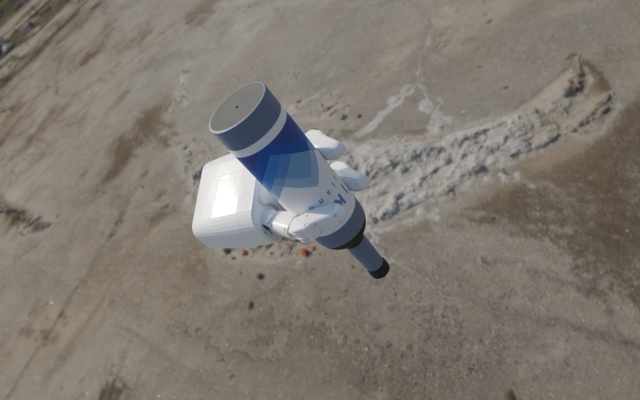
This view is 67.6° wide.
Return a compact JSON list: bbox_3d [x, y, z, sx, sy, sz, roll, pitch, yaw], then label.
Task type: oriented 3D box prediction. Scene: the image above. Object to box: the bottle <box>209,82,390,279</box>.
[{"bbox_3d":[0.000,0.002,0.528,0.069,0.069,0.296,0,-37,41],"label":"bottle"}]
